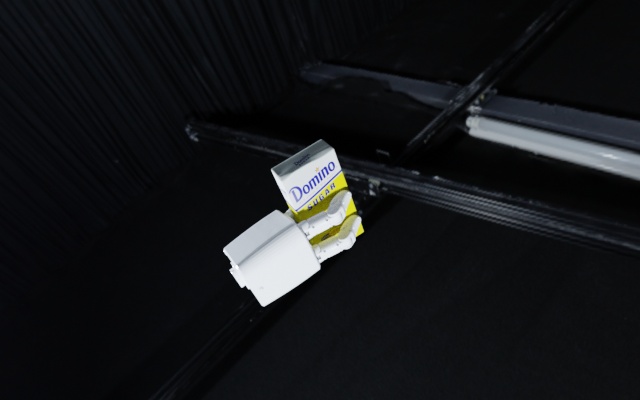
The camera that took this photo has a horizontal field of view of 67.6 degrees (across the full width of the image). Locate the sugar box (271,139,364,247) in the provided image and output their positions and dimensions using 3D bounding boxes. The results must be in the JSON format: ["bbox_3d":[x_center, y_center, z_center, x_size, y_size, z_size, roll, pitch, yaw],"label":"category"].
[{"bbox_3d":[0.000,0.003,0.745,0.093,0.176,0.048,-33,41,-11],"label":"sugar box"}]
